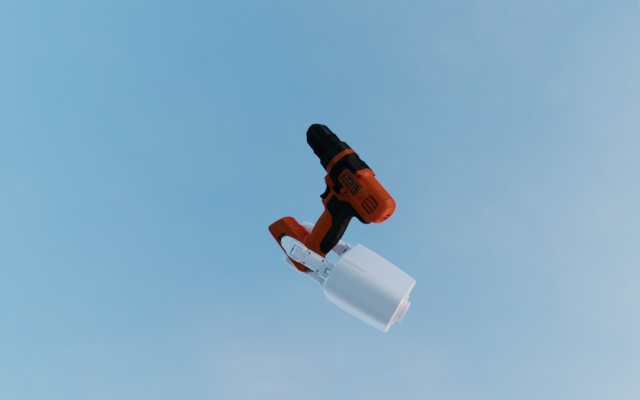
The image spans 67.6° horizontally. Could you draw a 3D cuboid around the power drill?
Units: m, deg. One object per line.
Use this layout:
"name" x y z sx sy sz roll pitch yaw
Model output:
"power drill" 0.000 0.003 0.722 0.057 0.184 0.188 -4 -40 -53
